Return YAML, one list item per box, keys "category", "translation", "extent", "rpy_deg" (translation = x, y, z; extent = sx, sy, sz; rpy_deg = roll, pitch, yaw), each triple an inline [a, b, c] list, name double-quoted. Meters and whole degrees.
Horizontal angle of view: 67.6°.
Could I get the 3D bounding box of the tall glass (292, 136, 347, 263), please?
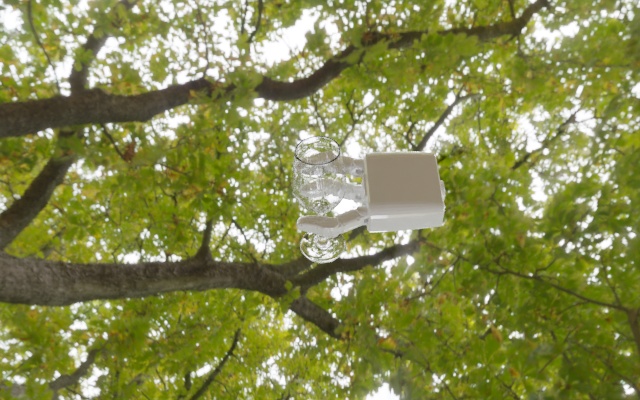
- category: "tall glass"
  translation: [0.000, 0.003, 0.705]
  extent: [0.079, 0.079, 0.201]
  rpy_deg: [0, -44, 4]
